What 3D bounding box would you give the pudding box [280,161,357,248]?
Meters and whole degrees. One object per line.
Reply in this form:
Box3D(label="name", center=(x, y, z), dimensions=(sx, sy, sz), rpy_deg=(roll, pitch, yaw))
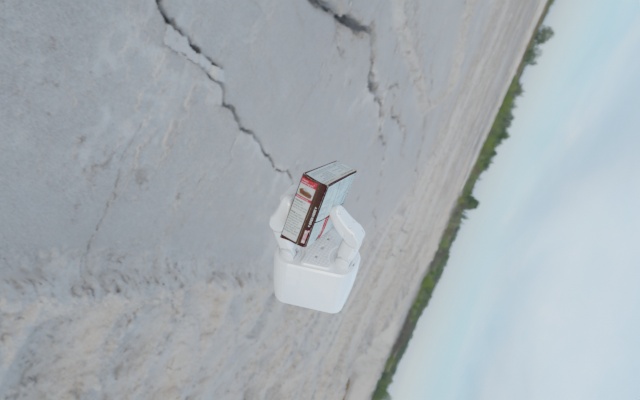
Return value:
Box3D(label="pudding box", center=(0.000, 0.002, 0.612), dimensions=(0.039, 0.090, 0.113), rpy_deg=(25, 20, 14))
